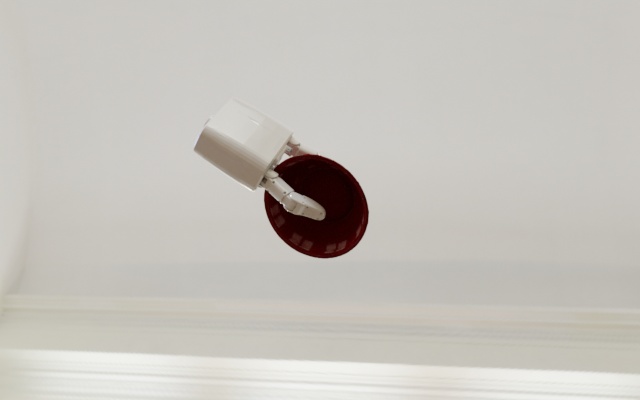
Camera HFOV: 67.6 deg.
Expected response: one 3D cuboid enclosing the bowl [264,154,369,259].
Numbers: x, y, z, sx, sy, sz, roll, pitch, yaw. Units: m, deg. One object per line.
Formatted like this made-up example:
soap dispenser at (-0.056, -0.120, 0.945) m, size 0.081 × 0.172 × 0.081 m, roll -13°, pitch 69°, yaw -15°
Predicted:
bowl at (0.001, 0.003, 0.705) m, size 0.162 × 0.162 × 0.055 m, roll 0°, pitch 21°, yaw 23°
